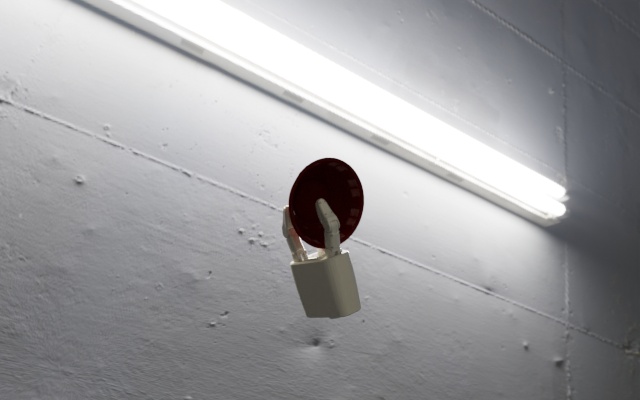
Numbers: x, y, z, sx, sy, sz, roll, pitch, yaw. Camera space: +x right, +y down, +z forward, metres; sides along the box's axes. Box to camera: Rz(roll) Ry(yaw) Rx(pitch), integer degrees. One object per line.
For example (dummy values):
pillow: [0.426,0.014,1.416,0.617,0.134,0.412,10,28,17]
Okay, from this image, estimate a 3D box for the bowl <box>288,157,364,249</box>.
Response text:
bowl: [0.000,0.001,0.859,0.162,0.162,0.055,0,6,-34]
